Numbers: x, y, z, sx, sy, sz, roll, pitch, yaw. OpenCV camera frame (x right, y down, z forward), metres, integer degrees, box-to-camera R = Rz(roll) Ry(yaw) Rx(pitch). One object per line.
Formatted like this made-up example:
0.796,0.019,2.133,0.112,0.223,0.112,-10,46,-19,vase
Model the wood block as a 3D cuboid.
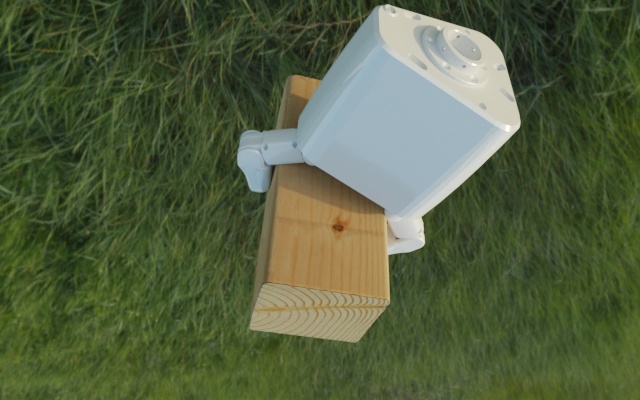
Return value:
0.000,0.001,0.408,0.091,0.206,0.090,10,-36,-9,wood block
